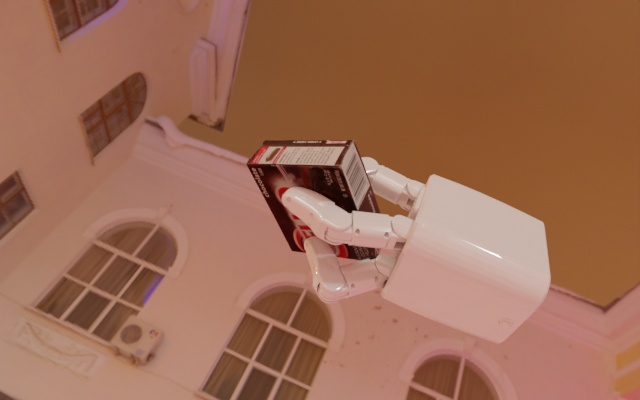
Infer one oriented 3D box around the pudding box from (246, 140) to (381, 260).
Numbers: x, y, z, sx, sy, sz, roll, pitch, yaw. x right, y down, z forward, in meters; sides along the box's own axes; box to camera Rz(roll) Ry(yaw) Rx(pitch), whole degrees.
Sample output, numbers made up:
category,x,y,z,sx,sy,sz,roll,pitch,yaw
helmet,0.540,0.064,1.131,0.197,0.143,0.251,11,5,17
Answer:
category,x,y,z,sx,sy,sz,roll,pitch,yaw
pudding box,0.000,0.001,0.413,0.090,0.114,0.039,3,43,30
